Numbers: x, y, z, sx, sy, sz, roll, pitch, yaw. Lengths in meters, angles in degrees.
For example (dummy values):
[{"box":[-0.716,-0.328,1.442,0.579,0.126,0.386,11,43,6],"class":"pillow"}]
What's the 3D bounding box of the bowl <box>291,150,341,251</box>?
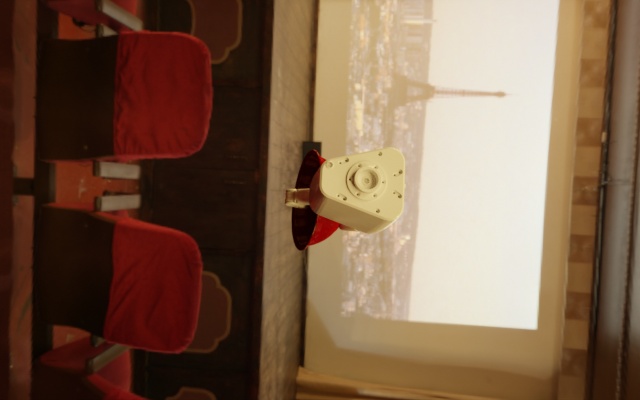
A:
[{"box":[0.000,0.002,0.767,0.055,0.162,0.162,8,-2,-18],"class":"bowl"}]
